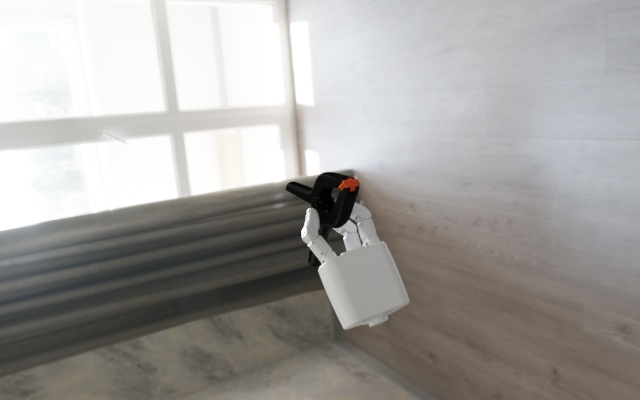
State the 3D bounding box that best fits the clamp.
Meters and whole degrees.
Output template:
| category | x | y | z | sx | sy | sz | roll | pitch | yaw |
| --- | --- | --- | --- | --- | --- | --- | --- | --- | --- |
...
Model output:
| category | x | y | z | sx | sy | sz | roll | pitch | yaw |
| --- | --- | --- | --- | --- | --- | --- | --- | --- | --- |
| clamp | 0.000 | 0.003 | 0.815 | 0.036 | 0.164 | 0.210 | -11 | -23 | -30 |
